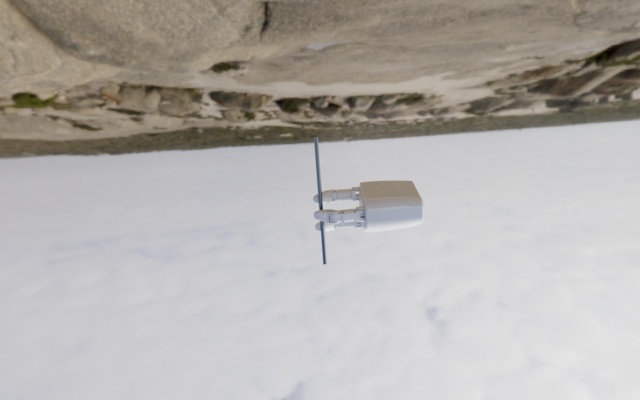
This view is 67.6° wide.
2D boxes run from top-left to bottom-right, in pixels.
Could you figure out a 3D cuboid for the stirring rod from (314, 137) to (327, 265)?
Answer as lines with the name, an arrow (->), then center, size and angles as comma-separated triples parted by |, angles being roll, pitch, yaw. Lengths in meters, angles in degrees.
stirring rod -> 0.000, 0.003, 0.894 | 0.011, 0.239, 0.011 | -4, 9, 1
